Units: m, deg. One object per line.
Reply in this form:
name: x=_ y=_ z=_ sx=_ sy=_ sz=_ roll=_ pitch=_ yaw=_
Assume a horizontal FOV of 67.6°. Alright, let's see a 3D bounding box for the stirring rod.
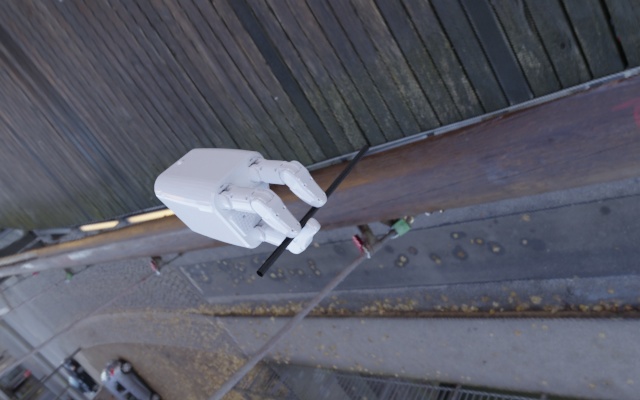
stirring rod: x=0.000 y=0.002 z=0.550 sx=0.011 sy=0.011 sz=0.239 roll=0 pitch=36 yaw=39
